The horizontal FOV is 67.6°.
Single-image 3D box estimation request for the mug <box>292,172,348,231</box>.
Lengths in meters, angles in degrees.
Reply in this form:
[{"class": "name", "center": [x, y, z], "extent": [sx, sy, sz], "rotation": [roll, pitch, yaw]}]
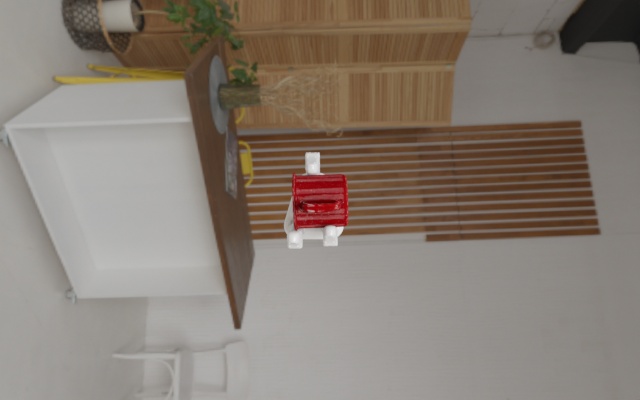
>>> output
[{"class": "mug", "center": [0.000, 0.002, 0.721], "extent": [0.081, 0.093, 0.117], "rotation": [-2, 5, 0]}]
